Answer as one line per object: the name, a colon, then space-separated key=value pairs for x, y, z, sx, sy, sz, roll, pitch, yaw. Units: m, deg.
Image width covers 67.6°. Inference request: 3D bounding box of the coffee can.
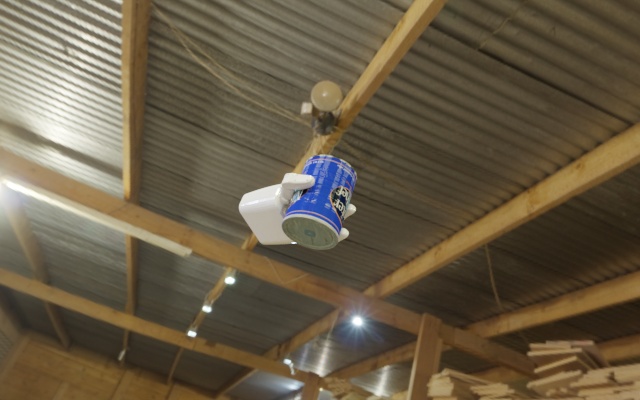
coffee can: x=0.000 y=0.003 z=0.861 sx=0.103 sy=0.140 sz=0.103 roll=14 pitch=-33 yaw=9
